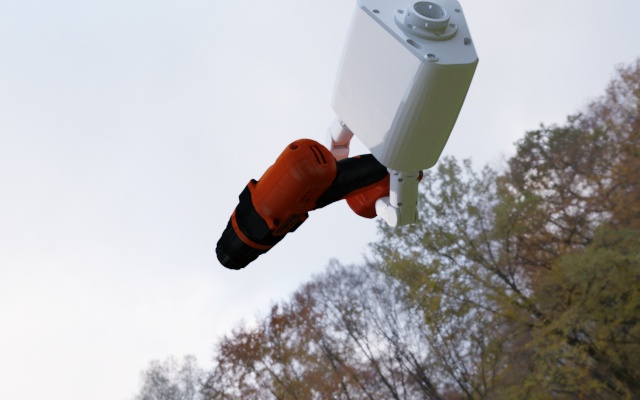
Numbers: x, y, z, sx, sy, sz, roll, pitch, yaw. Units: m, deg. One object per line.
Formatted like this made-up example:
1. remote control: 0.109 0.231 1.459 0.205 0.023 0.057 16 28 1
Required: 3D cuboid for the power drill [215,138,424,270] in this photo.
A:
1. power drill: 0.001 0.001 0.474 0.187 0.057 0.184 -16 -20 -43
